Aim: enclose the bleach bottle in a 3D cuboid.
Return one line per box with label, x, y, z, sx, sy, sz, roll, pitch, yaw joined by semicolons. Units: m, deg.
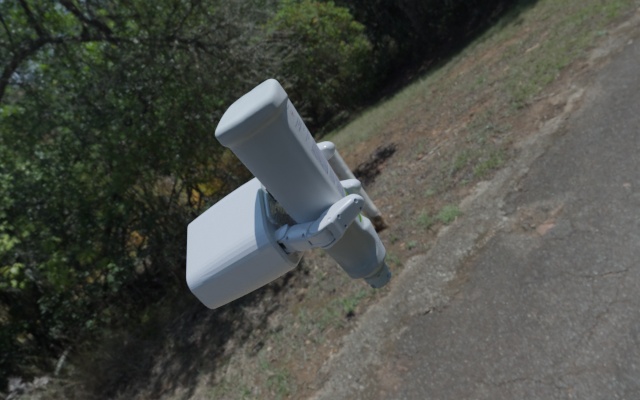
bleach bottle;0.000;0.002;0.490;0.068;0.251;0.102;-31;23;13
